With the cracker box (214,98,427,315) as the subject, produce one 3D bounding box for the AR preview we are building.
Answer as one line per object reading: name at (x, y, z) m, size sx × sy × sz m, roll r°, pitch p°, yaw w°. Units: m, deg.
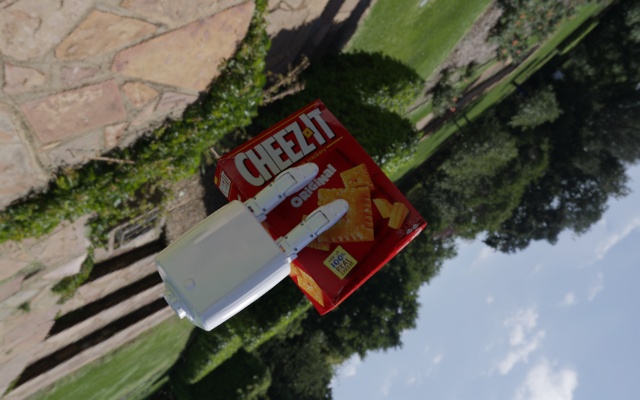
cracker box at (0.000, 0.002, 0.584) m, size 0.164 × 0.213 × 0.072 m, roll -36°, pitch -8°, yaw -25°
